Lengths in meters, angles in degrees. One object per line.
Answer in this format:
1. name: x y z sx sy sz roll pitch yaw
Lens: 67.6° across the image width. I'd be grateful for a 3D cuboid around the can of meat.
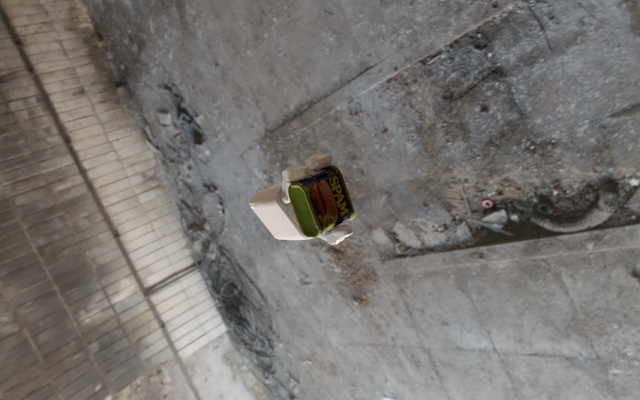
1. can of meat: 0.000 0.003 0.809 0.084 0.102 0.057 -28 14 -35
